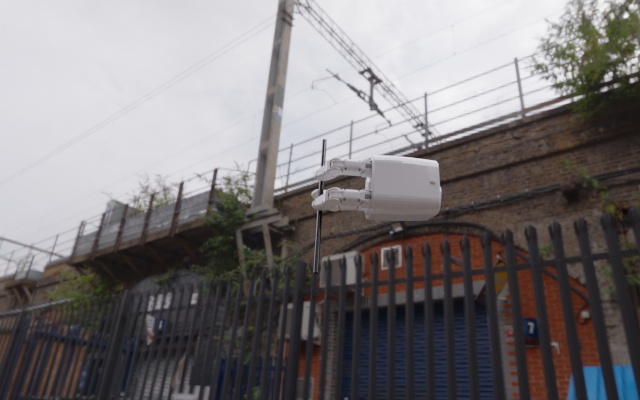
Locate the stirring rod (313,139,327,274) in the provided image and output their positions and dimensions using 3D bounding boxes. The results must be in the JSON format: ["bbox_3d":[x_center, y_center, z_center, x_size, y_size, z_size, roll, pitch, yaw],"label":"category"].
[{"bbox_3d":[0.000,0.003,0.779,0.011,0.239,0.011,3,-26,1],"label":"stirring rod"}]
